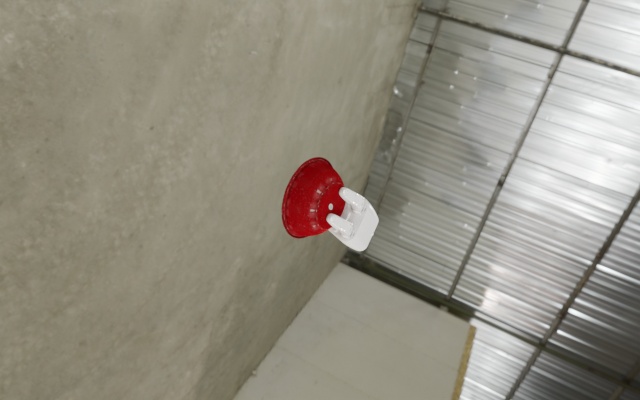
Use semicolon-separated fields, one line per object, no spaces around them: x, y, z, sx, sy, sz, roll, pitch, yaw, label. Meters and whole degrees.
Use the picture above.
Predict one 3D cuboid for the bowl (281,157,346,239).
0.000;0.003;0.892;0.055;0.162;0.162;20;11;34;bowl
